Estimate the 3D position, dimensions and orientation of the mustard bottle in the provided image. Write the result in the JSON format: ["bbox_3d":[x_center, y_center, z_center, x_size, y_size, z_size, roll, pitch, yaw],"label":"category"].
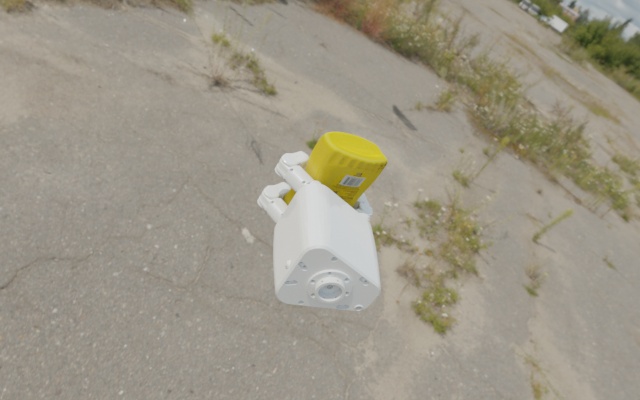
[{"bbox_3d":[0.000,0.002,0.627,0.096,0.192,0.058,5,41,-39],"label":"mustard bottle"}]
